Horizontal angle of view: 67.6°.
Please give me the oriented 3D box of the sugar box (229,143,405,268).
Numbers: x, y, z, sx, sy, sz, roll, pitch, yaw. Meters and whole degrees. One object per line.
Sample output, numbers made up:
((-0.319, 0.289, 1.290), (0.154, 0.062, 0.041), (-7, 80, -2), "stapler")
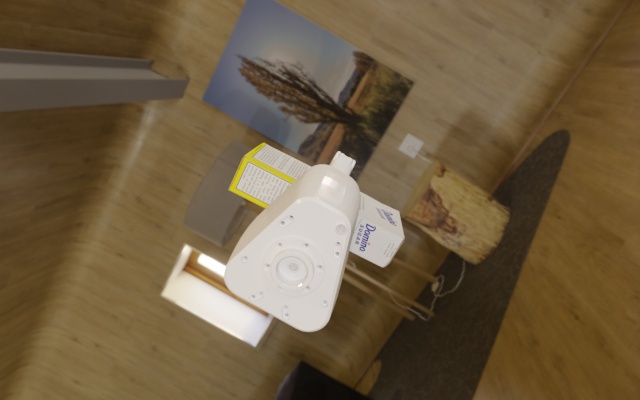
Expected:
((0.000, 0.002, 0.507), (0.176, 0.048, 0.093), (29, 17, -3), "sugar box")
